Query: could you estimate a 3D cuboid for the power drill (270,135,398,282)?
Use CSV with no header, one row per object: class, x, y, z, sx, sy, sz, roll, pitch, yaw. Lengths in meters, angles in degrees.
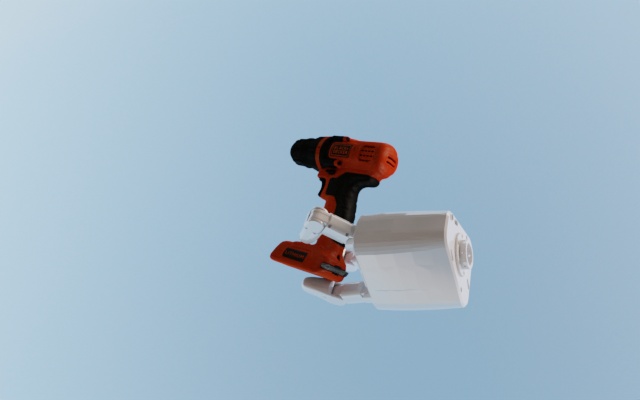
power drill,0.000,0.003,0.633,0.057,0.187,0.184,26,-10,-41
